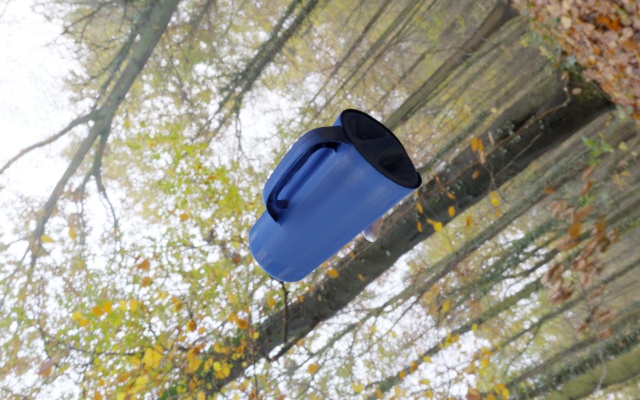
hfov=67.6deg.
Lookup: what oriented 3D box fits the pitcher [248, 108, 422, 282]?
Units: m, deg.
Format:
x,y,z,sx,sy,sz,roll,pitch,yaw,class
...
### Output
x,y,z,sx,sy,sz,roll,pitch,yaw,class
0.000,0.002,0.639,0.243,0.149,0.145,-46,5,30,pitcher
